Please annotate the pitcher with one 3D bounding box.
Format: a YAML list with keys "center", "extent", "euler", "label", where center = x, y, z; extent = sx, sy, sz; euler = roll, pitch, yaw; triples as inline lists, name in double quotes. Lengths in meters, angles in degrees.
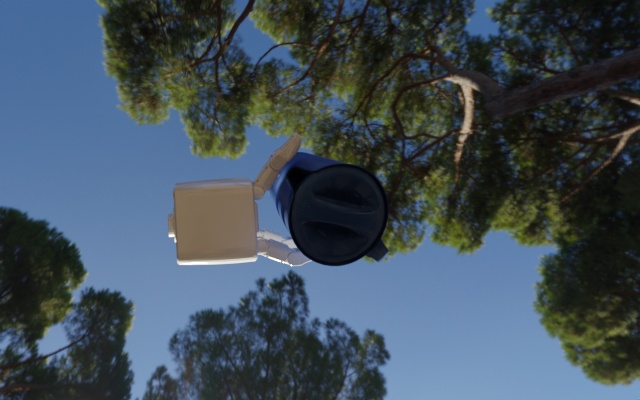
- center: [0.000, 0.002, 0.706]
  extent: [0.145, 0.149, 0.242]
  euler: [-6, 14, -15]
  label: "pitcher"
